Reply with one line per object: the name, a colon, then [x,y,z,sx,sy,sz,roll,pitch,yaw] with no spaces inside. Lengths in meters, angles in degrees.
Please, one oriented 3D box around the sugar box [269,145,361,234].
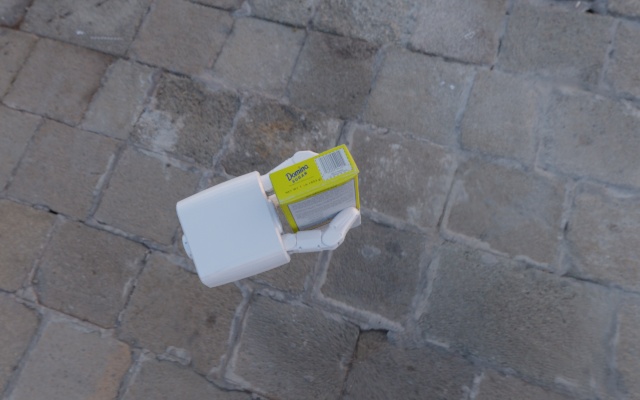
sugar box: [0.000,0.001,0.592,0.093,0.048,0.176,-21,-19,-3]
